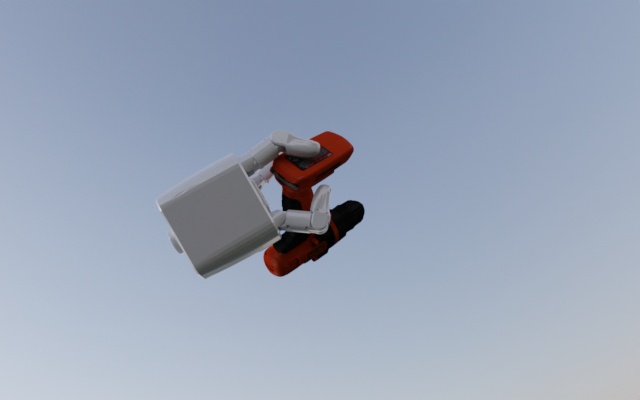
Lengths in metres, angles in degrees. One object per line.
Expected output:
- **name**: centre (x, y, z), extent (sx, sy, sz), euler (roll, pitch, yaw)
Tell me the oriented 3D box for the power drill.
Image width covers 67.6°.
- **power drill**: centre (0.000, 0.002, 0.656), extent (0.184, 0.188, 0.057), euler (-33, 53, -32)
